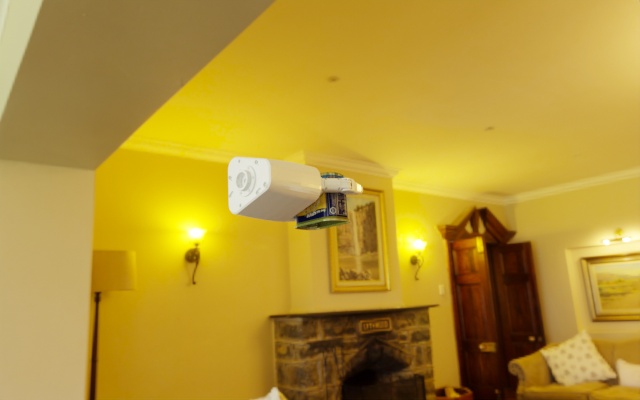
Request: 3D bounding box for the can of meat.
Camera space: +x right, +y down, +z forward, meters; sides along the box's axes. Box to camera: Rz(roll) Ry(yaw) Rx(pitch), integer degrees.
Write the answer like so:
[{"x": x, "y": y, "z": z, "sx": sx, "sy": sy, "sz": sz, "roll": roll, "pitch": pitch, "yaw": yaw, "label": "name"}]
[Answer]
[{"x": 0.000, "y": 0.002, "z": 0.831, "sx": 0.057, "sy": 0.084, "sz": 0.102, "roll": 7, "pitch": -16, "yaw": -42, "label": "can of meat"}]
